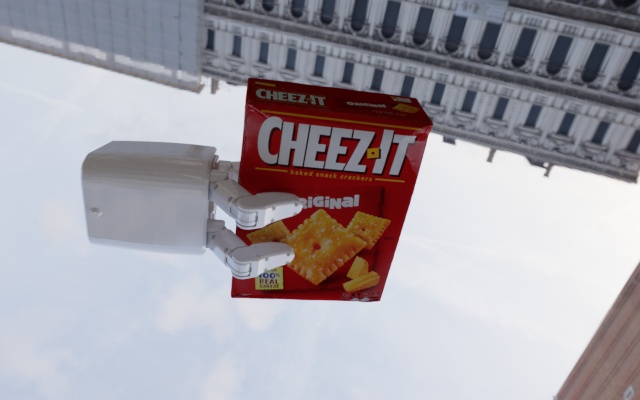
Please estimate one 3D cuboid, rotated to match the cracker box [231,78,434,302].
[{"bbox_3d":[0.000,0.002,0.471,0.164,0.214,0.072,4,32,-10],"label":"cracker box"}]
